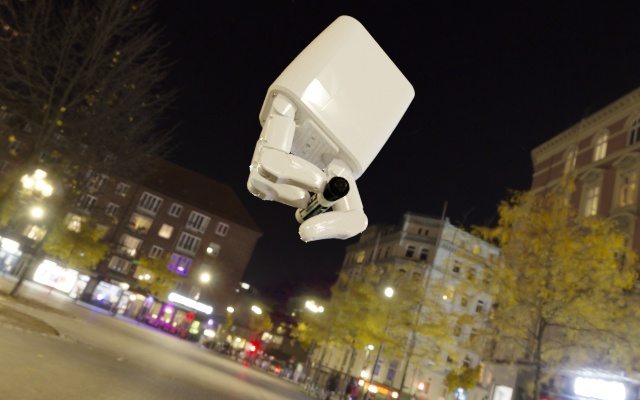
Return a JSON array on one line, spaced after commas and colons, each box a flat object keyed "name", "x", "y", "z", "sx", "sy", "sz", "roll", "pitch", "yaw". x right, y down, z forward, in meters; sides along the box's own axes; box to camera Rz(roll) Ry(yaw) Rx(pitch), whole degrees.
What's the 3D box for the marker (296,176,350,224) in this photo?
[{"name": "marker", "x": 0.000, "y": 0.001, "z": 0.439, "sx": 0.020, "sy": 0.020, "sz": 0.121, "roll": 0, "pitch": -14, "yaw": -17}]
